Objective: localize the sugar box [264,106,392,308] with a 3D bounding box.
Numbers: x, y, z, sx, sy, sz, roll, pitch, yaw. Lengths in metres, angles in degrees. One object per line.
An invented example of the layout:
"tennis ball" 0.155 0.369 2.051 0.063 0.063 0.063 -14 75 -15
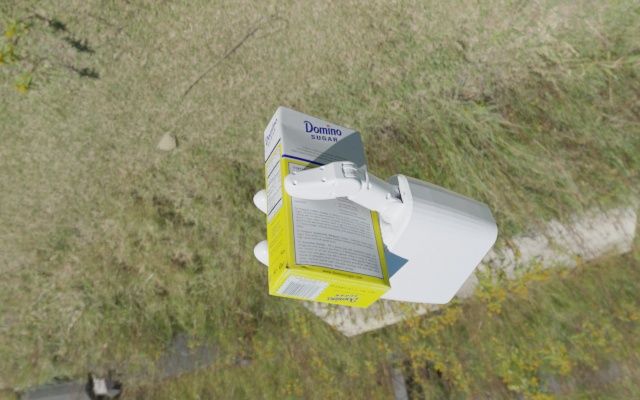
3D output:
"sugar box" 0.000 0.002 0.425 0.093 0.176 0.048 14 -44 -25
